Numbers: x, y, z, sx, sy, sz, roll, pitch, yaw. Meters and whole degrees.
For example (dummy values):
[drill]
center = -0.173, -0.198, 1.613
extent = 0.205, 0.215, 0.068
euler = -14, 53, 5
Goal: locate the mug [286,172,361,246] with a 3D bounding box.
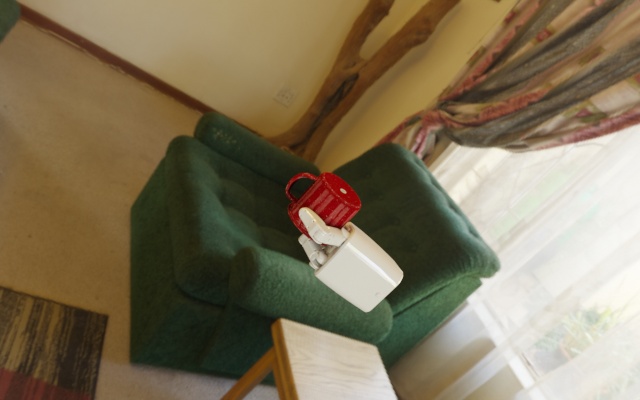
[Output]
[mug]
center = -0.001, 0.001, 0.748
extent = 0.117, 0.081, 0.093
euler = 40, 21, -8
